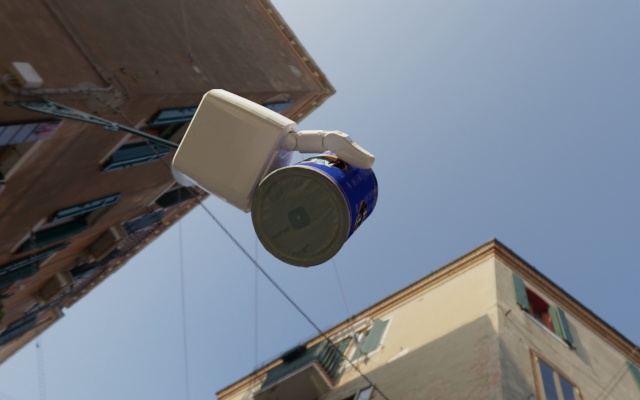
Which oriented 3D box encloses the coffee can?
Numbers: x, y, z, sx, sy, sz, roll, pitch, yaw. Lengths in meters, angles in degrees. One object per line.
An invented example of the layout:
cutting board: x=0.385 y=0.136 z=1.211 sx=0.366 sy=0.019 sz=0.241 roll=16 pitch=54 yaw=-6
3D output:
coffee can: x=0.000 y=0.002 z=0.530 sx=0.103 sy=0.103 sz=0.140 roll=0 pitch=13 yaw=19
